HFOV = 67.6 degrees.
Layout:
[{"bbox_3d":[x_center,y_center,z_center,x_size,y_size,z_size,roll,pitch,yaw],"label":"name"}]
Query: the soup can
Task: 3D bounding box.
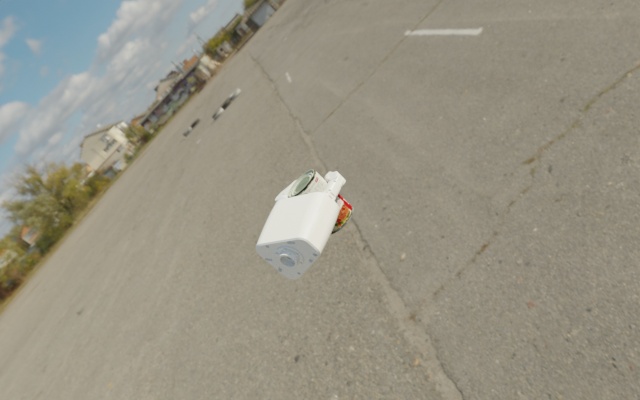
[{"bbox_3d":[0.000,0.002,0.848,0.102,0.068,0.068,43,-18,-20],"label":"soup can"}]
